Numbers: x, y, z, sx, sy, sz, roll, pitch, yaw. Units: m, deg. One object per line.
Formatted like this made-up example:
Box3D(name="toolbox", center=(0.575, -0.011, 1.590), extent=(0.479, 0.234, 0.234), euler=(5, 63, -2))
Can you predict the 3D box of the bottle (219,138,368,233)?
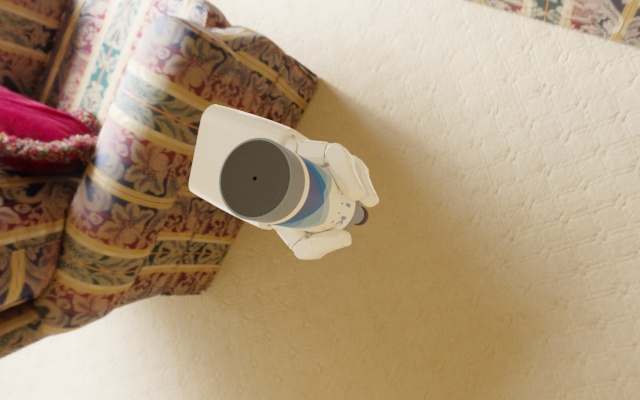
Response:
Box3D(name="bottle", center=(0.000, 0.002, 0.511), extent=(0.069, 0.069, 0.296), euler=(0, -7, 21))
